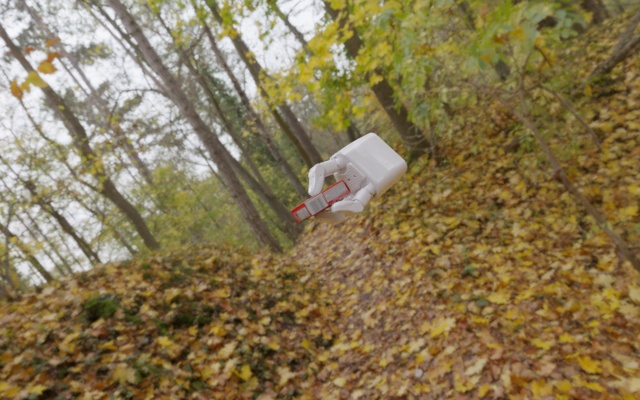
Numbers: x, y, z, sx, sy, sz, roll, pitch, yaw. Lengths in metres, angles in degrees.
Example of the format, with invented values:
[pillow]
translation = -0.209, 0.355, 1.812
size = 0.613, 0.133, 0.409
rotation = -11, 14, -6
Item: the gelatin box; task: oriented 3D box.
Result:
[gelatin box]
translation = 0.000, 0.002, 0.835
size = 0.089, 0.030, 0.073
rotation = -31, 1, -25
